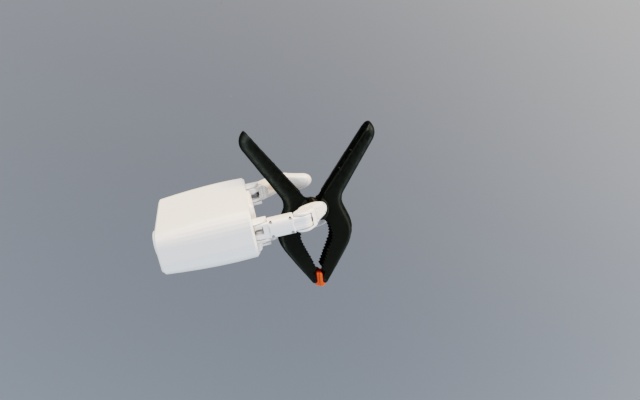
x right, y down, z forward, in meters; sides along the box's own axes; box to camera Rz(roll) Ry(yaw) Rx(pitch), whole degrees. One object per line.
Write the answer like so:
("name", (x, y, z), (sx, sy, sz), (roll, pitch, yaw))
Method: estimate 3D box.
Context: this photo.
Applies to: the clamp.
("clamp", (0.000, 0.003, 0.595), (0.164, 0.210, 0.036), (-13, 14, -6))
